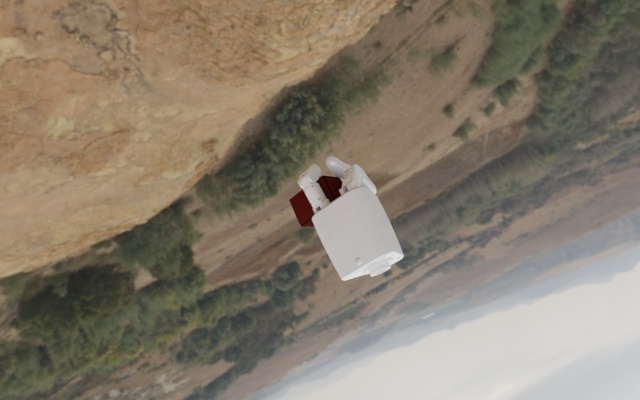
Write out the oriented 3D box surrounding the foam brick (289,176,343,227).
[{"bbox_3d":[0.000,0.003,0.761,0.078,0.051,0.053,-35,-20,29],"label":"foam brick"}]
